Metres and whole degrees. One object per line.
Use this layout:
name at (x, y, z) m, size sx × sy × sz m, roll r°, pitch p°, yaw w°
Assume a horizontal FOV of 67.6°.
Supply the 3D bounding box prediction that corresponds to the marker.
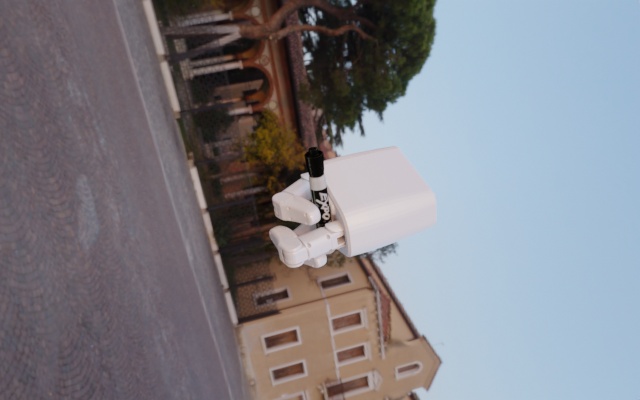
marker at (0.000, 0.002, 0.489) m, size 0.020 × 0.121 × 0.020 m, roll -6°, pitch 30°, yaw 3°
